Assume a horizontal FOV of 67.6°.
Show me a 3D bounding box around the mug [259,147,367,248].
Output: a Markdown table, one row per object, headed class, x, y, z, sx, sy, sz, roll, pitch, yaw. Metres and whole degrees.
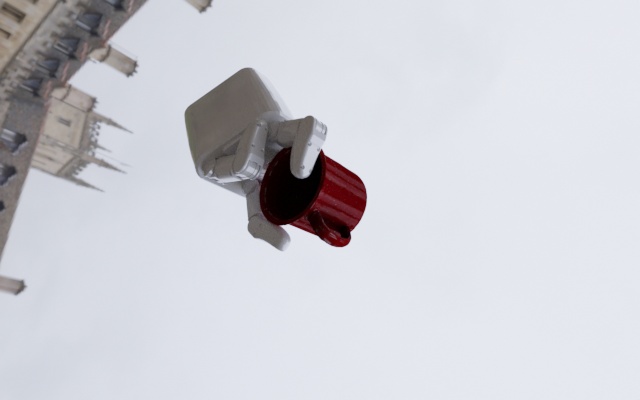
| class | x | y | z | sx | sy | sz | roll | pitch | yaw |
| --- | --- | --- | --- | --- | --- | --- | --- | --- | --- |
| mug | 0.001 | 0.003 | 0.500 | 0.093 | 0.117 | 0.081 | -45 | -44 | 19 |
